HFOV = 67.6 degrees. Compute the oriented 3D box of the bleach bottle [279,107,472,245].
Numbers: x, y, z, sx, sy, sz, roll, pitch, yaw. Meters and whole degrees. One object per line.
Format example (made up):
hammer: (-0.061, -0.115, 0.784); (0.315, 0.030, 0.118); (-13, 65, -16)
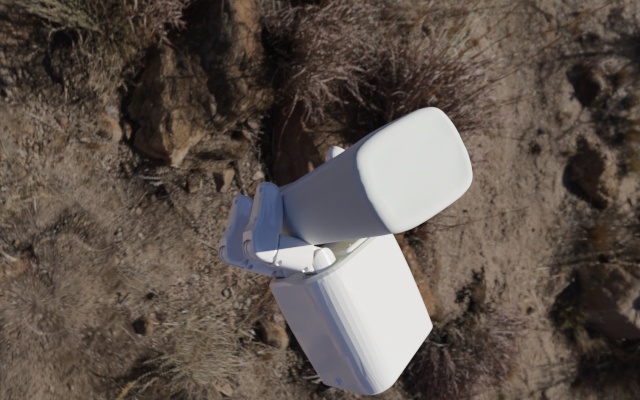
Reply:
bleach bottle: (0.000, 0.001, 0.412); (0.102, 0.068, 0.251); (-29, 5, -32)
